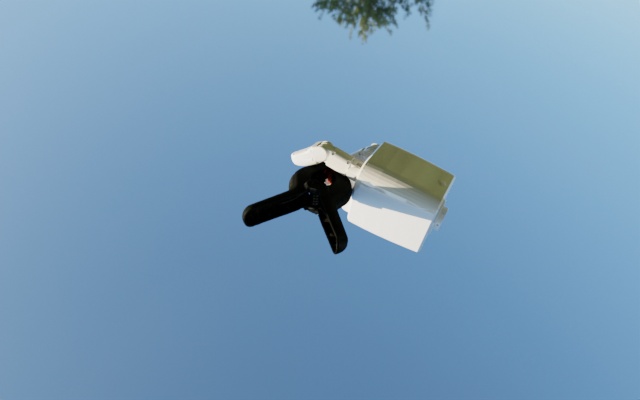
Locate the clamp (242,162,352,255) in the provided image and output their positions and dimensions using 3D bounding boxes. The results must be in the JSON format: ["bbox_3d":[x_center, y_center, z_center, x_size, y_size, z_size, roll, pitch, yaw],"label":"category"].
[{"bbox_3d":[0.000,0.002,0.572,0.120,0.039,0.171,27,39,14],"label":"clamp"}]
